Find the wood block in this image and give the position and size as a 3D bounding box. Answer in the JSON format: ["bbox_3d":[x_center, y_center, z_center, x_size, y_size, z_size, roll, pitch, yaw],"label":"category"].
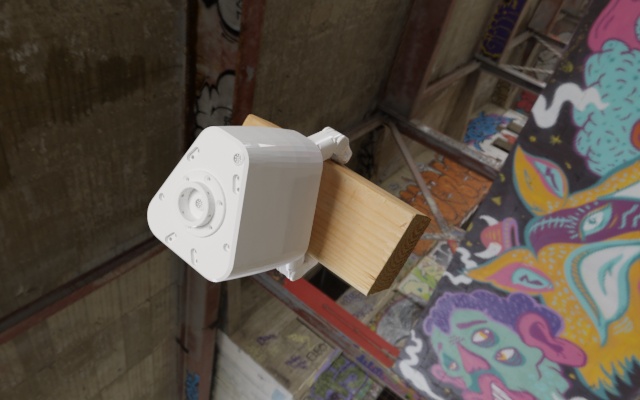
[{"bbox_3d":[0.000,0.001,0.506,0.206,0.091,0.090,33,8,22],"label":"wood block"}]
